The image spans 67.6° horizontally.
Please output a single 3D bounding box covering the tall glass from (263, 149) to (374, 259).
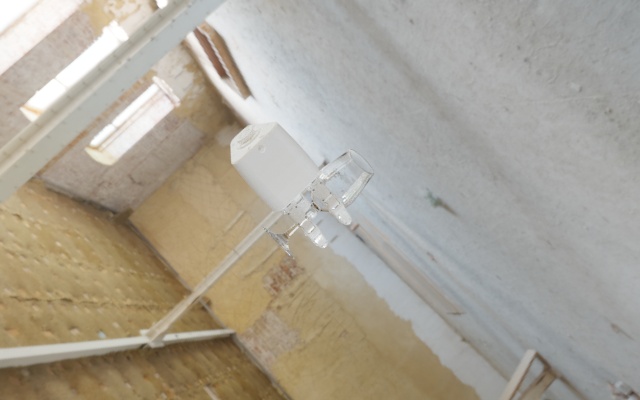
[{"bbox_3d":[0.000,0.003,0.809,0.201,0.079,0.079,-44,6,-6],"label":"tall glass"}]
